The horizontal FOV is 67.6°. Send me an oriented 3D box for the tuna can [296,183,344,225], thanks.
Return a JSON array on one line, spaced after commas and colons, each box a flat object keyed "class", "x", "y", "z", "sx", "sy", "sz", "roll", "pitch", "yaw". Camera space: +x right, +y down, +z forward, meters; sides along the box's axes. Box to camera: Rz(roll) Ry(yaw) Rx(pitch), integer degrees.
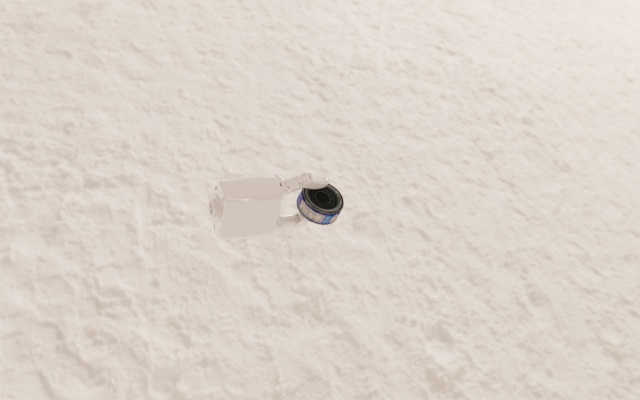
[{"class": "tuna can", "x": 0.000, "y": 0.003, "z": 0.897, "sx": 0.086, "sy": 0.086, "sz": 0.034, "roll": 0, "pitch": -40, "yaw": -28}]
